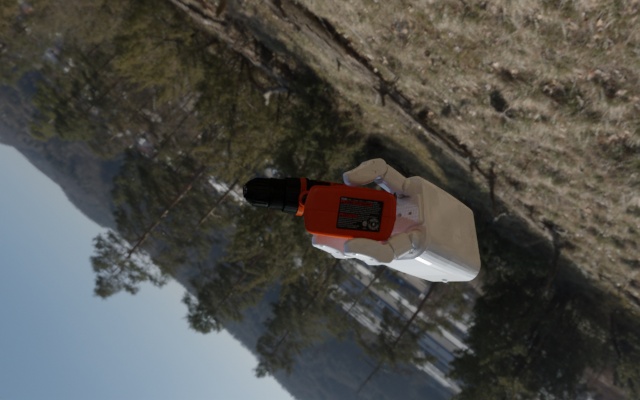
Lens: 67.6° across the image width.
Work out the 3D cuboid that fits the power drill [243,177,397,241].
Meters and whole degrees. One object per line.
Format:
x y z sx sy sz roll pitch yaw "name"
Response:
0.000 0.002 0.594 0.184 0.057 0.187 4 7 -13 "power drill"
